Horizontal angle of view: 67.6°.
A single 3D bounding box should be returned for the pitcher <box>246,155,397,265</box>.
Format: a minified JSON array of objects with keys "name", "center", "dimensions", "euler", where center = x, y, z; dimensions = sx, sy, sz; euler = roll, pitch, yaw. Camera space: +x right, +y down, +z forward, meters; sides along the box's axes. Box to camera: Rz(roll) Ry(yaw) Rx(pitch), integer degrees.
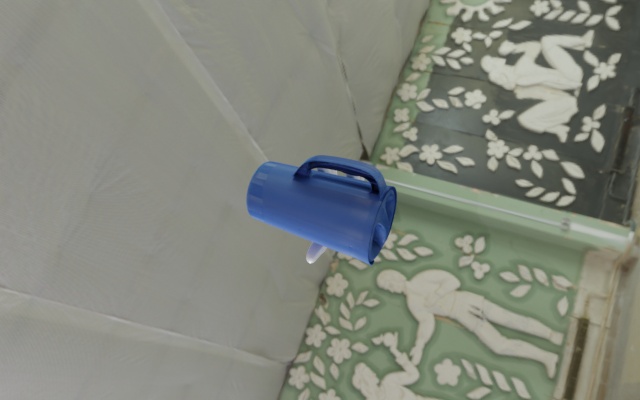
[{"name":"pitcher","center":[0.000,0.003,0.810],"dimensions":[0.243,0.149,0.145],"euler":[17,-3,20]}]
